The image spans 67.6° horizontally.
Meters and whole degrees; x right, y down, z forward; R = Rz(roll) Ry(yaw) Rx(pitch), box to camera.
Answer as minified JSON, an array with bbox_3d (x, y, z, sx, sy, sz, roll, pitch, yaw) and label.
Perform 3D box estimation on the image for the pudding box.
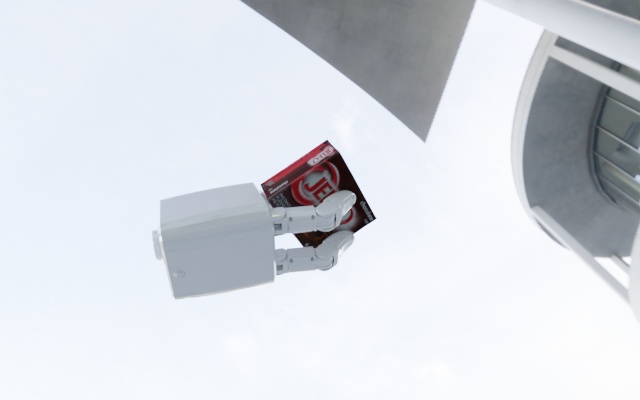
[{"bbox_3d":[0.000,0.002,0.532,0.090,0.114,0.039,-34,41,0],"label":"pudding box"}]
